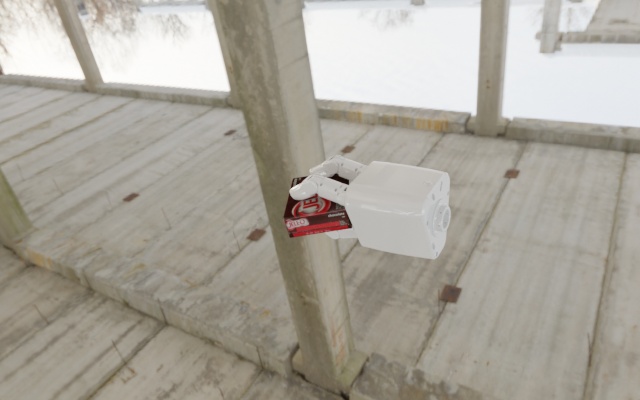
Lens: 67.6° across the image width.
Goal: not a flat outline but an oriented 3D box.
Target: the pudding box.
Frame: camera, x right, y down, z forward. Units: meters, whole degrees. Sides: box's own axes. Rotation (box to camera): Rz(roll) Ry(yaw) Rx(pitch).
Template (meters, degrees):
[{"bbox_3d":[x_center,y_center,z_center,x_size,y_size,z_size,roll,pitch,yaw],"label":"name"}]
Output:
[{"bbox_3d":[0.000,0.002,0.680,0.090,0.039,0.113,-9,29,10],"label":"pudding box"}]
